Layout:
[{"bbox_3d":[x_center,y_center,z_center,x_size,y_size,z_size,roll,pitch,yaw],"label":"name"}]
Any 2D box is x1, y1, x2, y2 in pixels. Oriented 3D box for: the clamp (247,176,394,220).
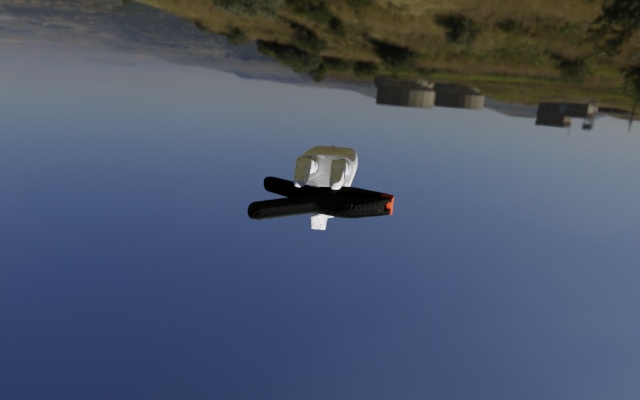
[{"bbox_3d":[0.001,0.003,0.696,0.210,0.036,0.164,6,18,7],"label":"clamp"}]
